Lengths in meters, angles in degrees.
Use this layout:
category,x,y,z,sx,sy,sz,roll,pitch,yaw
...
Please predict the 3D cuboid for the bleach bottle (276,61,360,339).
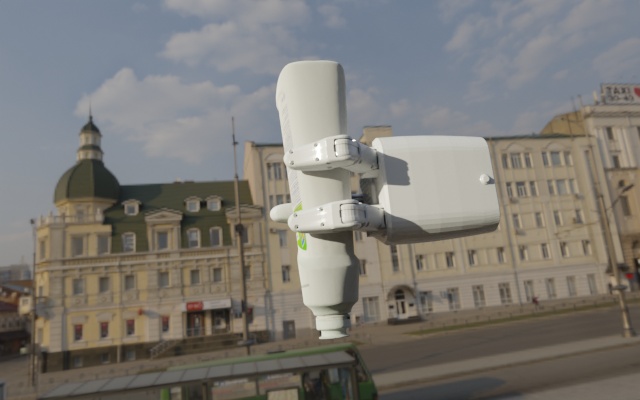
category,x,y,z,sx,sy,sz,roll,pitch,yaw
bleach bottle,0.000,0.001,0.458,0.068,0.250,0.102,-4,-12,-8
